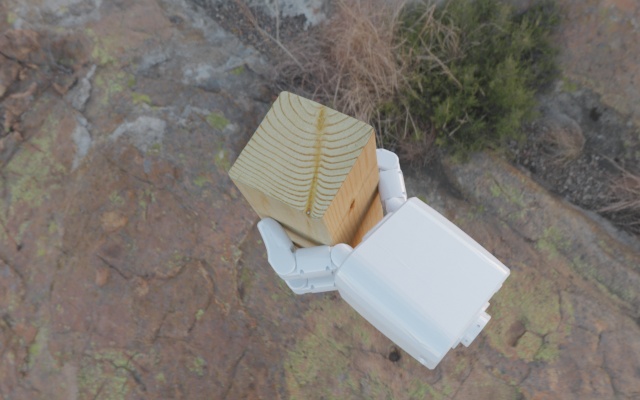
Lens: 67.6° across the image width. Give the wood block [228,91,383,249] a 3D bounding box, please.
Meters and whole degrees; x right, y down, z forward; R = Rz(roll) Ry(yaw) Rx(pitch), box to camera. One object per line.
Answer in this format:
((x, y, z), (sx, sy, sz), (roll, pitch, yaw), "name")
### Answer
((0.001, 0.001, 0.468), (0.090, 0.090, 0.206), (25, -17, 19), "wood block")
